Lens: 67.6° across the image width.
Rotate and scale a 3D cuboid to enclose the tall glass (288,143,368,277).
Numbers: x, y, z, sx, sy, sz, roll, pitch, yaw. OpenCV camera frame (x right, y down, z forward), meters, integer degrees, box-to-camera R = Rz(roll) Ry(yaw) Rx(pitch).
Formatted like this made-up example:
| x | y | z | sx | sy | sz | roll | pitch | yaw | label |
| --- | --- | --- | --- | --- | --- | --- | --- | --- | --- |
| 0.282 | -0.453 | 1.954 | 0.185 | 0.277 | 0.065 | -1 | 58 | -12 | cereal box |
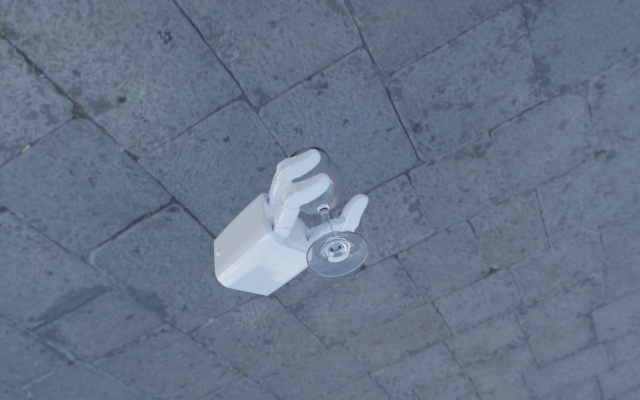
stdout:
| x | y | z | sx | sy | sz | roll | pitch | yaw | label |
| --- | --- | --- | --- | --- | --- | --- | --- | --- | --- |
| 0.000 | 0.002 | 0.629 | 0.079 | 0.079 | 0.201 | 0 | 38 | -14 | tall glass |
